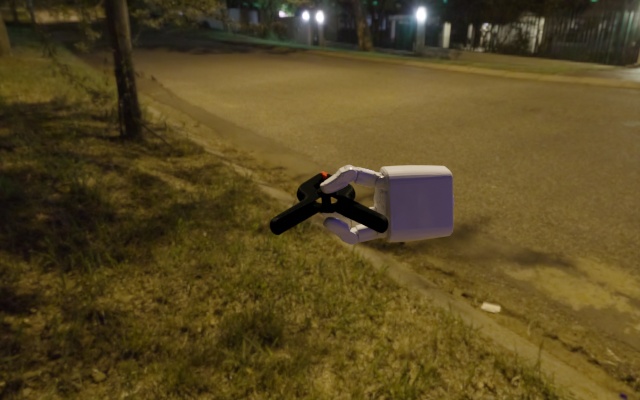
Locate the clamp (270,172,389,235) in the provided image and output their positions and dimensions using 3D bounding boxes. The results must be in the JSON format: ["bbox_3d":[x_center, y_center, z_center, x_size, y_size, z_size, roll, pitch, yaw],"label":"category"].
[{"bbox_3d":[0.000,0.001,0.741,0.164,0.036,0.210,-3,22,-8],"label":"clamp"}]
